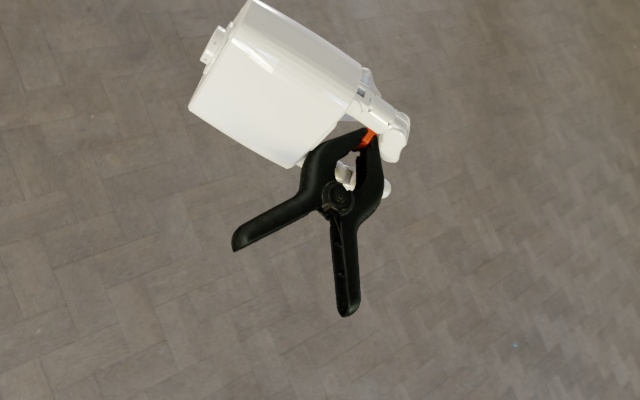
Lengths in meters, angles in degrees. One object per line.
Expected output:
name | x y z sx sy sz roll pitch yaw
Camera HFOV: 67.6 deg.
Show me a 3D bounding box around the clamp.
clamp | 0.000 0.001 0.415 0.120 0.171 0.039 28 -27 -22
